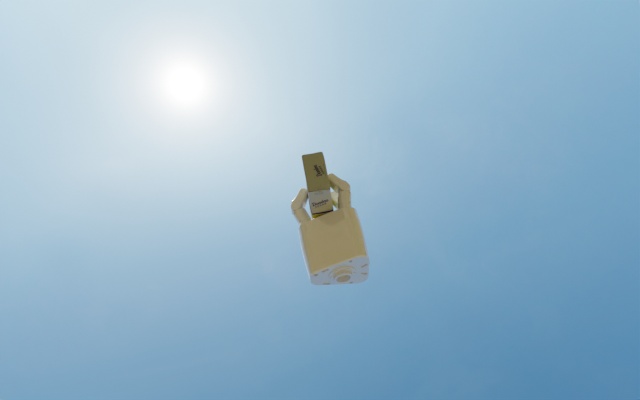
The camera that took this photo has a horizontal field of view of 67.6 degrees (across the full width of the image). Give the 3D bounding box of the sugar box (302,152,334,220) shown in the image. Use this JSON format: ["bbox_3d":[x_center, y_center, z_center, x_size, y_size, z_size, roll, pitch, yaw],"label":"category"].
[{"bbox_3d":[0.001,0.003,0.899,0.048,0.093,0.176,-9,-39,-3],"label":"sugar box"}]
